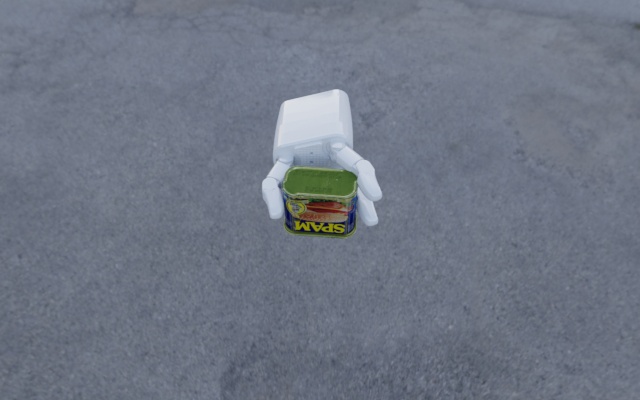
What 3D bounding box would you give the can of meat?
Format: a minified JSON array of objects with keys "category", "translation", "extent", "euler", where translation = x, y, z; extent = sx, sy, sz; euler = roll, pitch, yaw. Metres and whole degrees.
[{"category":"can of meat","translation":[0.000,0.002,0.639],"extent":[0.102,0.057,0.084],"euler":[4,-40,3]}]
